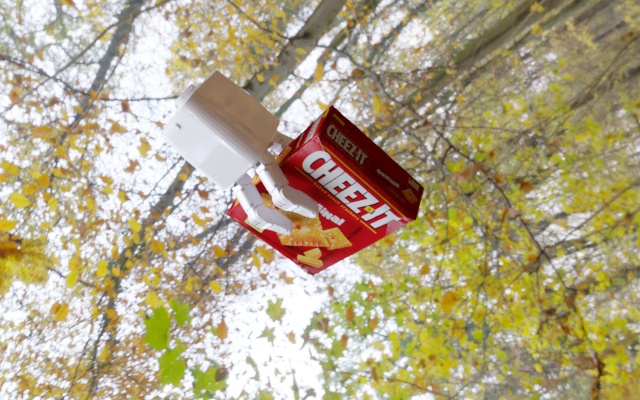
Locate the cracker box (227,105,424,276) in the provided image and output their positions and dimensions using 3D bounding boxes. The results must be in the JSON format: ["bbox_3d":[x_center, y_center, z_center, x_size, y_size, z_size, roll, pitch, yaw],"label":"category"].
[{"bbox_3d":[0.000,0.002,0.636,0.164,0.072,0.214,39,-45,-17],"label":"cracker box"}]
